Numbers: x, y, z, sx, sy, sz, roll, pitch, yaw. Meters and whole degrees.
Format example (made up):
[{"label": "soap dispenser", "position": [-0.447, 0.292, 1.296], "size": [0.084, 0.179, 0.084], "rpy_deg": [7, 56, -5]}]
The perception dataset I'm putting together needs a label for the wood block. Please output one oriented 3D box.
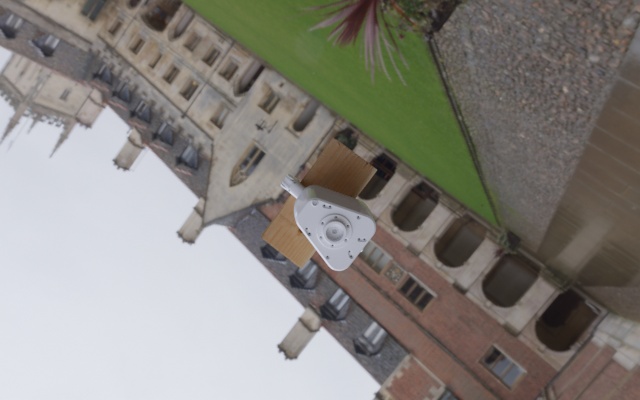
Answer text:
[{"label": "wood block", "position": [0.000, 0.003, 0.823], "size": [0.091, 0.206, 0.090], "rpy_deg": [38, 7, 3]}]
